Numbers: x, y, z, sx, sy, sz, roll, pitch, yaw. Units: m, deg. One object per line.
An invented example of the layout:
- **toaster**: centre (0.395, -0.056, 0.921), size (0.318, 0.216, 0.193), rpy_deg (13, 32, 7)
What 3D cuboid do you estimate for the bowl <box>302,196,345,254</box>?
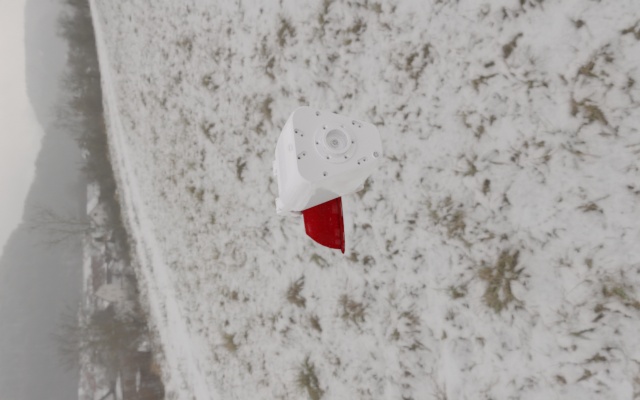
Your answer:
- **bowl**: centre (0.000, 0.003, 0.714), size (0.055, 0.162, 0.162), rpy_deg (-7, 0, -1)
